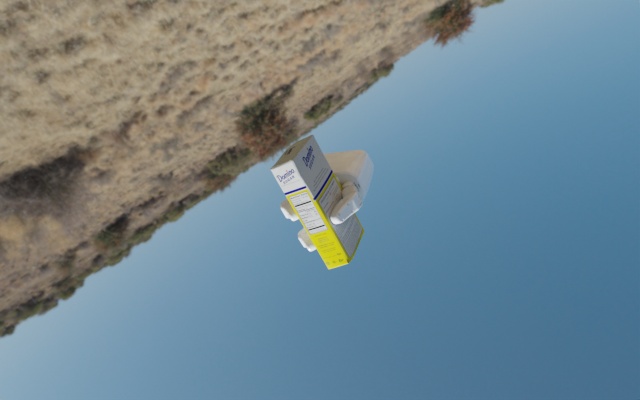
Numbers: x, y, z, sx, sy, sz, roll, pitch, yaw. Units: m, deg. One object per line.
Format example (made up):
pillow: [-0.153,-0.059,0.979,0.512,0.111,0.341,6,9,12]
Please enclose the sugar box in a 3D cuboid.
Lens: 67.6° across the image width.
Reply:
sugar box: [0.000,0.002,0.698,0.048,0.176,0.093,-21,20,28]
